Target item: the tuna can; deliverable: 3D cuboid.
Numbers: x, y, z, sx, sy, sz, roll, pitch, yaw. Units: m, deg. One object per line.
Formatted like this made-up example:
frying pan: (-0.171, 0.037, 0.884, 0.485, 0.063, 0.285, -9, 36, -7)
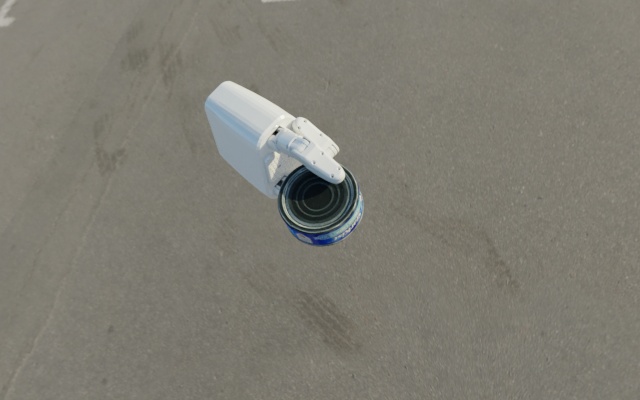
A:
tuna can: (0.000, 0.001, 0.490, 0.086, 0.086, 0.034, 0, -26, 13)
